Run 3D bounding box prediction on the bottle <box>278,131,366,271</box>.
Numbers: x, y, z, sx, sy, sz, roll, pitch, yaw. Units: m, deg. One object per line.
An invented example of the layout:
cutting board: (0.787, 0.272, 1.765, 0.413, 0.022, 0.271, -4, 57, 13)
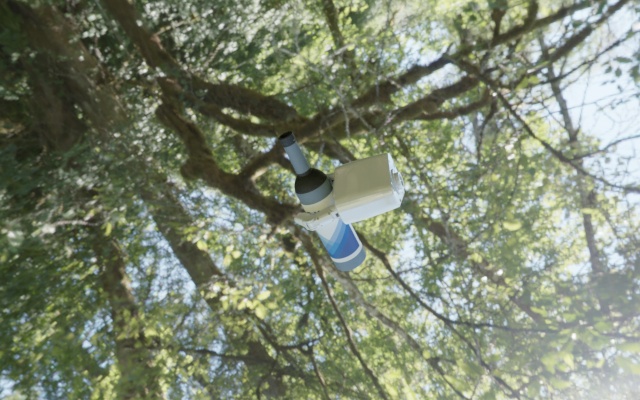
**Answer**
bottle: (0.000, 0.003, 0.892, 0.069, 0.296, 0.069, -22, 28, 12)
